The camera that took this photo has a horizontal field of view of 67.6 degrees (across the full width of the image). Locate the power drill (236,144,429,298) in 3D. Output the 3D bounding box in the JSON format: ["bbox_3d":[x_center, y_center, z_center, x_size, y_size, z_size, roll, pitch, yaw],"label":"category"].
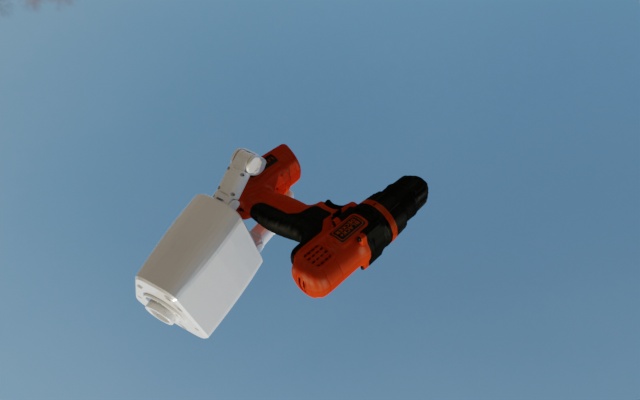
[{"bbox_3d":[0.000,0.002,0.526,0.184,0.057,0.187,-36,47,-29],"label":"power drill"}]
